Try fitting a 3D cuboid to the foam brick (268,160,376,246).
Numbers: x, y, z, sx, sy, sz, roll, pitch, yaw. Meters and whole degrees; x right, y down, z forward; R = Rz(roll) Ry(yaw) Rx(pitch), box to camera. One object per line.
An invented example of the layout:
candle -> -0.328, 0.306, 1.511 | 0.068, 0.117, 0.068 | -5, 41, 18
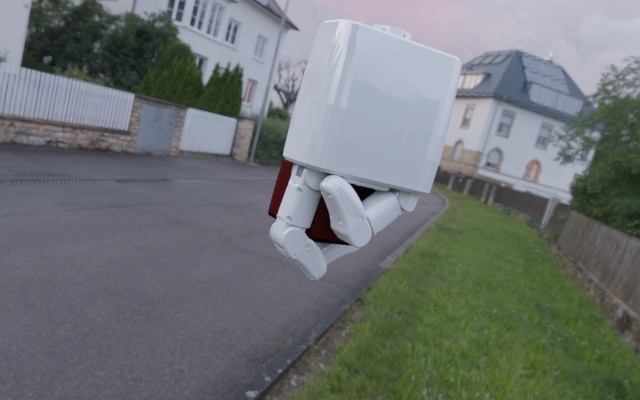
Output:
foam brick -> 0.000, 0.001, 0.405 | 0.053, 0.051, 0.078 | 9, 9, -36
